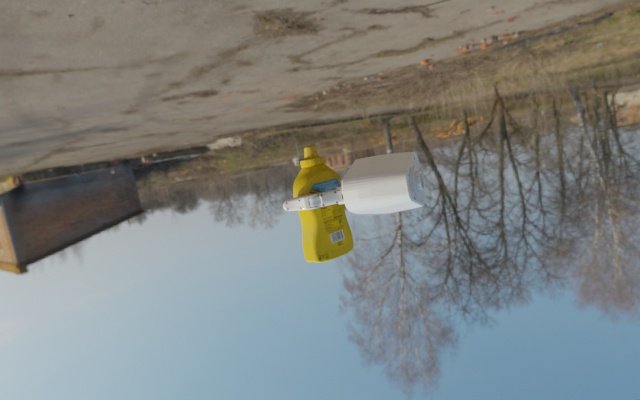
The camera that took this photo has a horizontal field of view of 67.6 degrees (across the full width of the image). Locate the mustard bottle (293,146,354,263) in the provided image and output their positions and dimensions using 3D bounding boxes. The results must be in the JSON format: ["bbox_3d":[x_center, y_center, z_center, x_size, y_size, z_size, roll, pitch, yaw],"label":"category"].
[{"bbox_3d":[0.000,0.003,0.812,0.096,0.191,0.058,-16,8,-41],"label":"mustard bottle"}]
